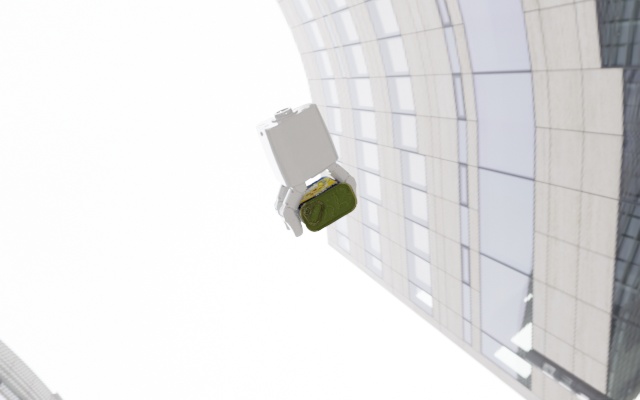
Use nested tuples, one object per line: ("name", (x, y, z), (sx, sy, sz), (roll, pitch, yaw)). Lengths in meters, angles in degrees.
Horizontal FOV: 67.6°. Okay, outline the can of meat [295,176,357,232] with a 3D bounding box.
("can of meat", (0.000, 0.003, 0.841), (0.102, 0.057, 0.084), (-31, 22, -13))
